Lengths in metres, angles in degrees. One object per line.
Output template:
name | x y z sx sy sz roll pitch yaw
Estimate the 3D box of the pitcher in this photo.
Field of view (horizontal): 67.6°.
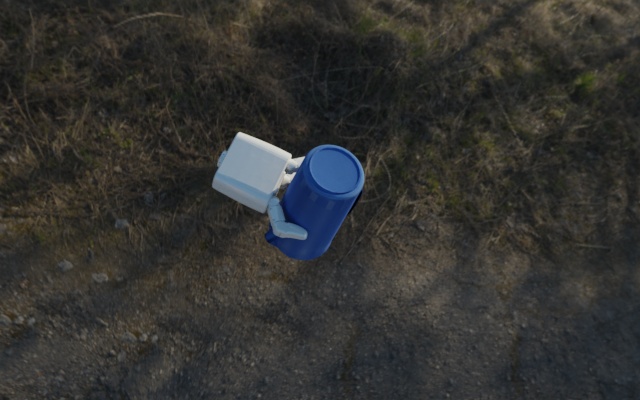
pitcher | 0.000 0.003 0.881 0.145 0.149 0.243 25 -32 -4
